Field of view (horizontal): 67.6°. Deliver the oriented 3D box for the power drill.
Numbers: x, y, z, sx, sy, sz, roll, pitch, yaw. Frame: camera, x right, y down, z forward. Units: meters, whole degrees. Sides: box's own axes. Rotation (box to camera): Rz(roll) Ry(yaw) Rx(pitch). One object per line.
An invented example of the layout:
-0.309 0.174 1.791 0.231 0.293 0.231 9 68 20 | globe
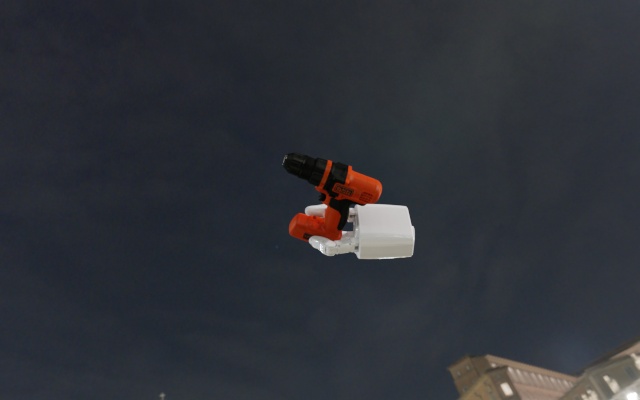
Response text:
0.000 0.003 0.900 0.184 0.057 0.188 21 -44 -4 | power drill
